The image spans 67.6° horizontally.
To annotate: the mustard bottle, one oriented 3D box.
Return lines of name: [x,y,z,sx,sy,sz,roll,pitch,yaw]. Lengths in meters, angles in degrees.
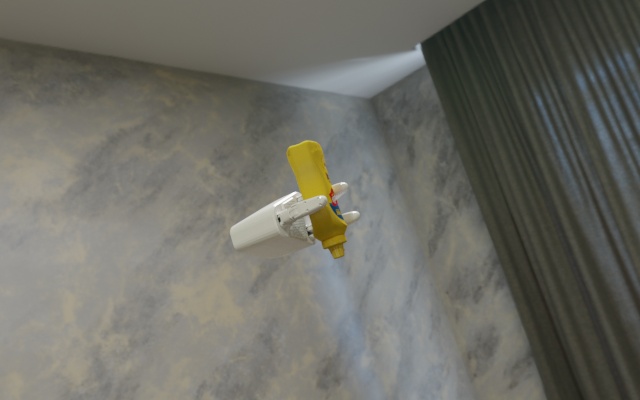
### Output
mustard bottle: [0.000,0.002,0.784,0.058,0.191,0.096,-19,-9,6]
